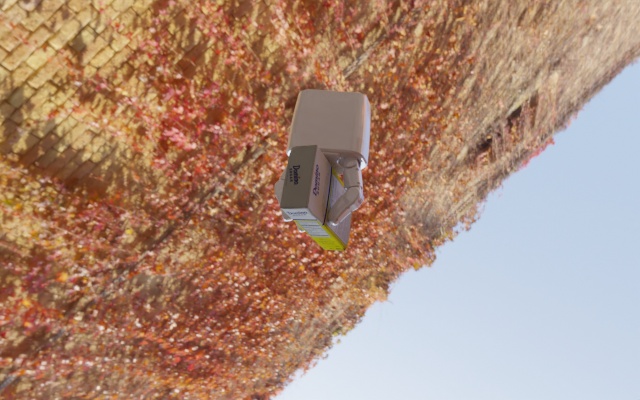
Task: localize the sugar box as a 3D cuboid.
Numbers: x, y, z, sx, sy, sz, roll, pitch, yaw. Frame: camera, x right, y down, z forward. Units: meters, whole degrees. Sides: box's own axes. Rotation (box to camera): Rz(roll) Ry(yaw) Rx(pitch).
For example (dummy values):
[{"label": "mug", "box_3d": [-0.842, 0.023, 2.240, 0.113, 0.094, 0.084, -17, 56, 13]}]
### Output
[{"label": "sugar box", "box_3d": [0.000, 0.002, 0.688, 0.048, 0.093, 0.176, -1, -24, 23]}]
